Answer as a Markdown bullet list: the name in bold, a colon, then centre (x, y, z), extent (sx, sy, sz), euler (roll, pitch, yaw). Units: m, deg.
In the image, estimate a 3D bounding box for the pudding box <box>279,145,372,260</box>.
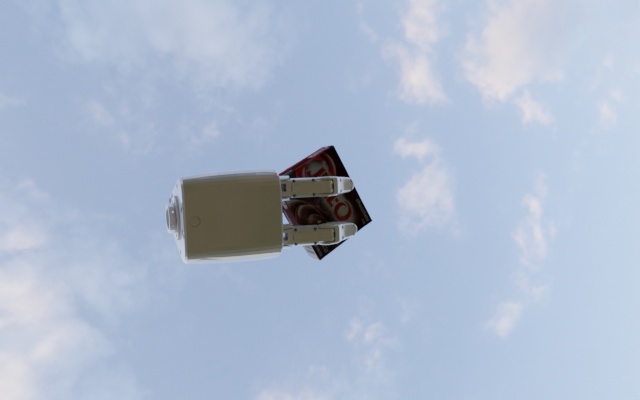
- **pudding box**: centre (0.000, 0.002, 0.589), extent (0.090, 0.113, 0.039), euler (-35, 18, -22)
